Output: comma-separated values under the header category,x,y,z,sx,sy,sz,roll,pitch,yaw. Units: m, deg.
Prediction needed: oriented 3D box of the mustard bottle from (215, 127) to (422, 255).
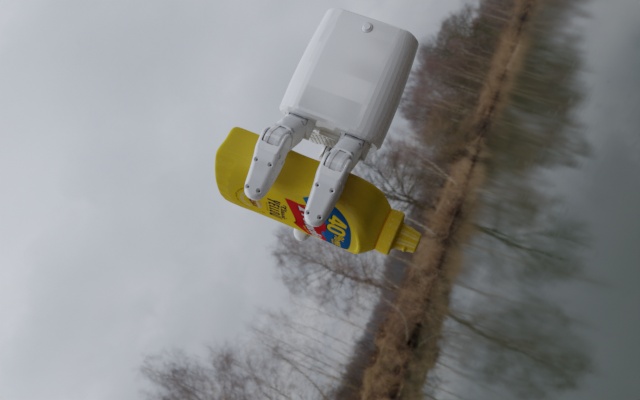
category,x,y,z,sx,sy,sz,roll,pitch,yaw
mustard bottle,0.000,0.002,0.440,0.191,0.058,0.096,22,-29,11
